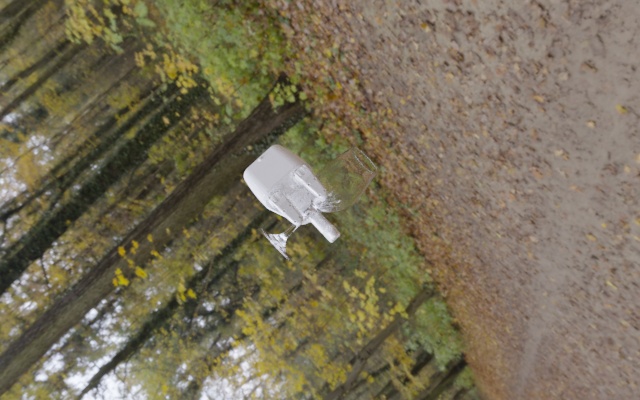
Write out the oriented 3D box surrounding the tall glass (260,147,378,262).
[{"bbox_3d":[0.000,0.003,0.769,0.201,0.079,0.079,-43,4,-5],"label":"tall glass"}]
